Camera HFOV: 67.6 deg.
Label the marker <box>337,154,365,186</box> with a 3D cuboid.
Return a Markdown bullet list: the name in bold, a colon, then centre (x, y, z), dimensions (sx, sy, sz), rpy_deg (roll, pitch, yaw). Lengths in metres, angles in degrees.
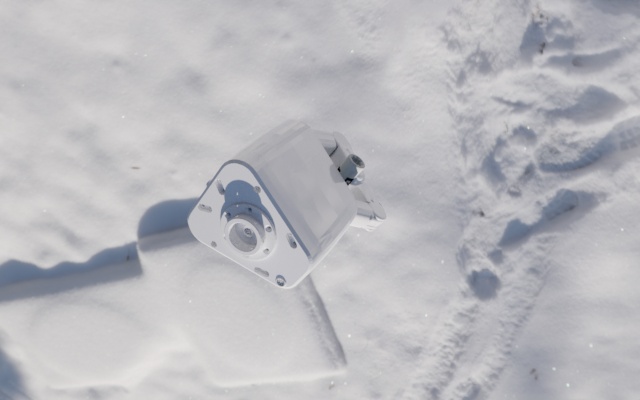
- **marker**: centre (0.000, 0.002, 0.471), dimensions (0.020, 0.020, 0.121), rpy_deg (0, -39, -46)
